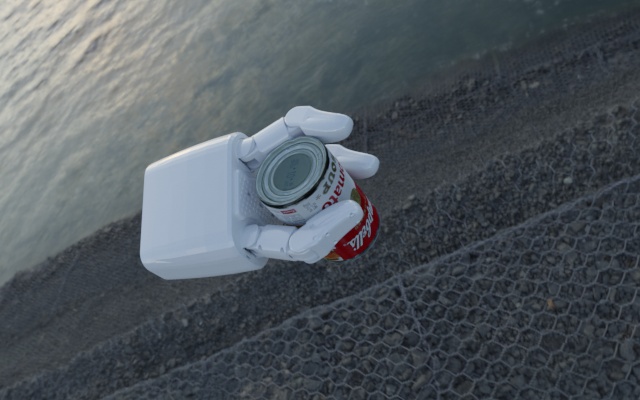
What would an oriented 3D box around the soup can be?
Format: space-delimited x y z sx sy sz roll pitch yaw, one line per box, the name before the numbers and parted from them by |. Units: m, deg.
soup can | 0.000 0.001 0.403 0.068 0.068 0.102 0 -30 33
